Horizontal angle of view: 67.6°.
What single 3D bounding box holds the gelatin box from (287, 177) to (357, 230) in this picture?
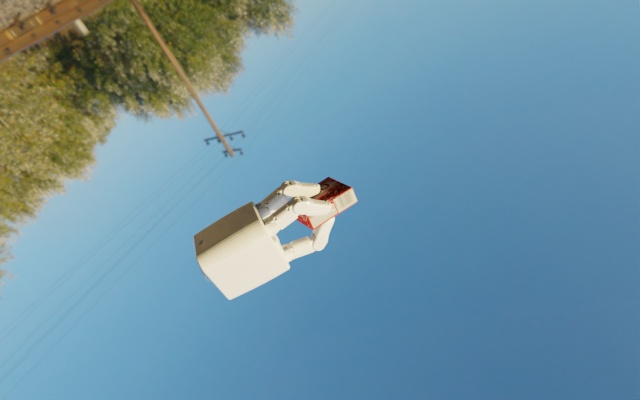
[{"bbox_3d":[0.001,0.003,0.741,0.089,0.030,0.073,-32,29,-18],"label":"gelatin box"}]
